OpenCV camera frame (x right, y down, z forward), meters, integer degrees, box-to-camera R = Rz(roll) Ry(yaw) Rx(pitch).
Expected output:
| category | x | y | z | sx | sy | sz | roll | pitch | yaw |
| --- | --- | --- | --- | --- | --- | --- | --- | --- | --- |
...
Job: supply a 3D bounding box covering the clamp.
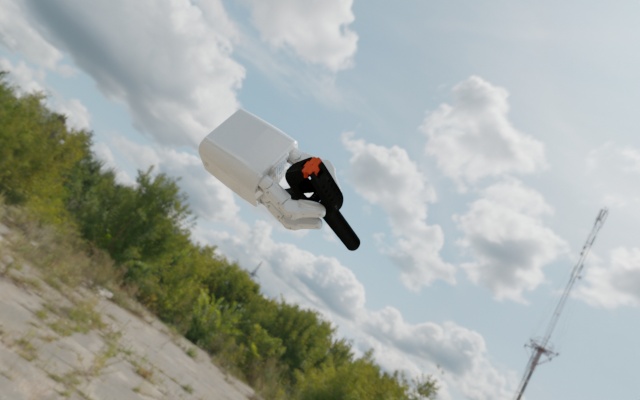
| category | x | y | z | sx | sy | sz | roll | pitch | yaw |
| --- | --- | --- | --- | --- | --- | --- | --- | --- | --- |
| clamp | 0.000 | 0.001 | 0.710 | 0.164 | 0.036 | 0.210 | 34 | -19 | 9 |
